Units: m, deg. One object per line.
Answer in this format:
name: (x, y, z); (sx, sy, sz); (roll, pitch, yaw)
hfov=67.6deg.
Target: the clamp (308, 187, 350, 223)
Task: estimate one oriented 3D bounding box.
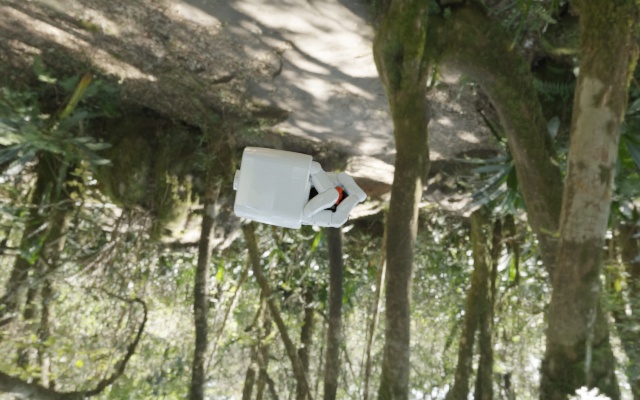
clamp: (0.000, 0.003, 0.838); (0.120, 0.039, 0.171); (10, -15, -1)
